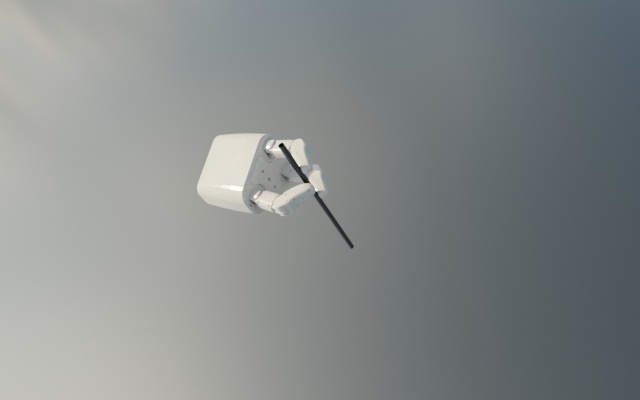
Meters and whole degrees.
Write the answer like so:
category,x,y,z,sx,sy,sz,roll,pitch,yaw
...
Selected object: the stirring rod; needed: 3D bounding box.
category,x,y,z,sx,sy,sz,roll,pitch,yaw
stirring rod,0.000,0.002,0.683,0.011,0.011,0.240,0,-37,31
